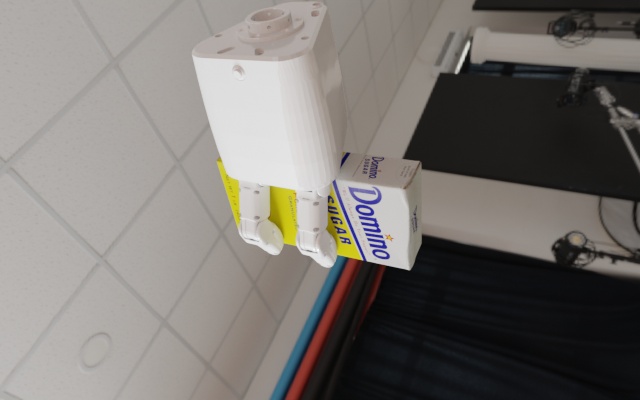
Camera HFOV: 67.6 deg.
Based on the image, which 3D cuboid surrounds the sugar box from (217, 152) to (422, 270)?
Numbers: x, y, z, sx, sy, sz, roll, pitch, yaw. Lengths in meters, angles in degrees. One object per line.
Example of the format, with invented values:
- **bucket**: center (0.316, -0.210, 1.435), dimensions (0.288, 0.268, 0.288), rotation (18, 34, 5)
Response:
- **sugar box**: center (0.000, 0.002, 0.429), dimensions (0.176, 0.093, 0.048), rotation (11, 43, 25)
